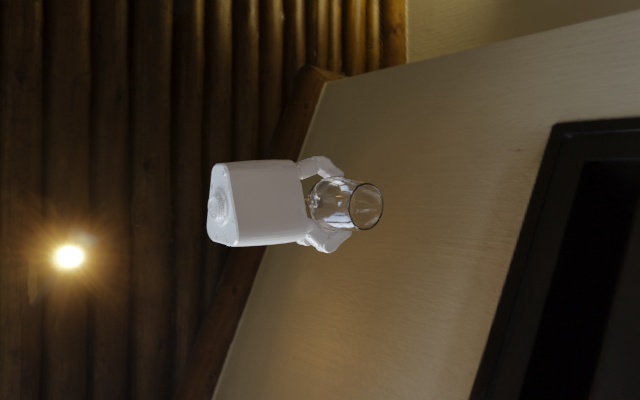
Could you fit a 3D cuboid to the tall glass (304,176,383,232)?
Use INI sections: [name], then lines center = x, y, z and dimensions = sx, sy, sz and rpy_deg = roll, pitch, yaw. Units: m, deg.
[tall glass]
center = 0.000, 0.002, 0.699
dimensions = 0.079, 0.079, 0.201
rpy_deg = 0, 3, -37
